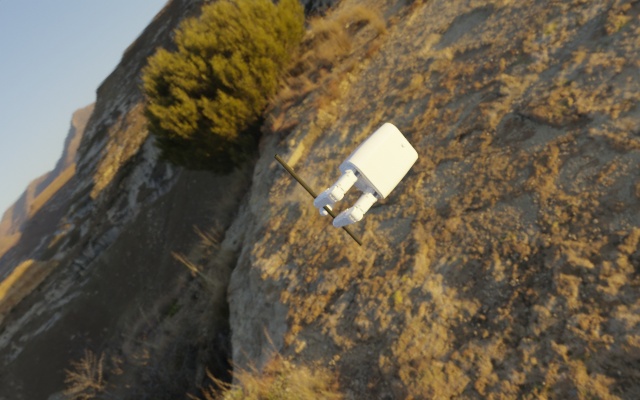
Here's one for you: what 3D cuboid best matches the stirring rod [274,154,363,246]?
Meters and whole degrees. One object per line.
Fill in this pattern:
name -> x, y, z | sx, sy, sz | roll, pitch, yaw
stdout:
stirring rod -> 0.000, 0.003, 0.871 | 0.239, 0.011, 0.011 | 46, -20, -21
